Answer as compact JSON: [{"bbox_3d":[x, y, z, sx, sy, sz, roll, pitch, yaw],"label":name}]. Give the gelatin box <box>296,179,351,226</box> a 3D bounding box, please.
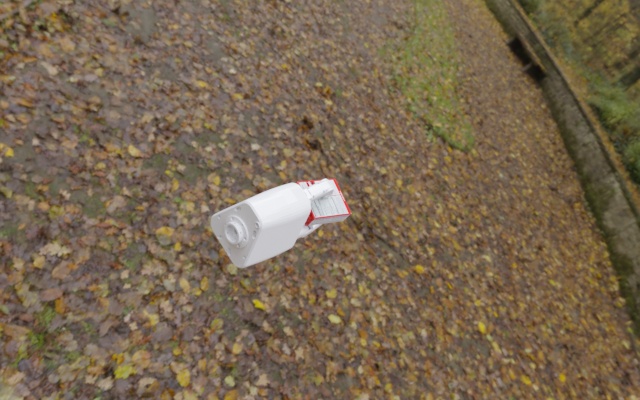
[{"bbox_3d":[0.001,0.002,0.815,0.089,0.073,0.030,-7,-27,-40],"label":"gelatin box"}]
